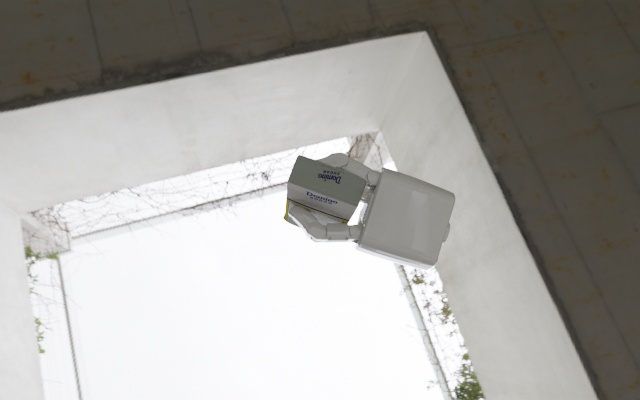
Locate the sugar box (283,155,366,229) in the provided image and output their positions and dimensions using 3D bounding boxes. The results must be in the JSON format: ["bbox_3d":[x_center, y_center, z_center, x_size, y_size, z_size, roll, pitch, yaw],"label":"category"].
[{"bbox_3d":[0.000,0.002,0.657,0.093,0.048,0.176,20,-21,0],"label":"sugar box"}]
